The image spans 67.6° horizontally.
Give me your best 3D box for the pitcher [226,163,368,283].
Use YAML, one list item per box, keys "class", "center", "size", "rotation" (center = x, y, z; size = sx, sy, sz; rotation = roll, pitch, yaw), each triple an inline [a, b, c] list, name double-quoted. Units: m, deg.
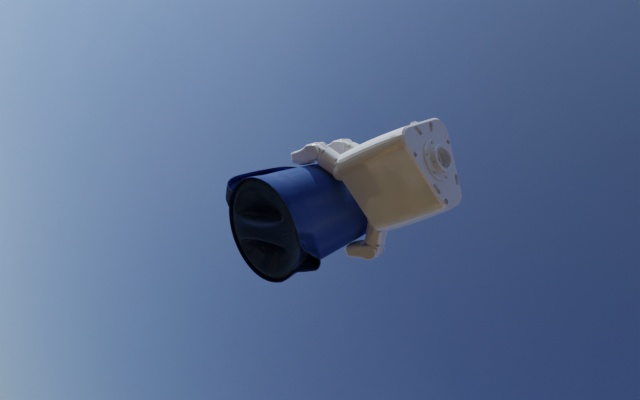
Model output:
- class: "pitcher"
  center: [0.000, 0.002, 0.658]
  size: [0.243, 0.149, 0.145]
  rotation: [-20, -1, -43]
